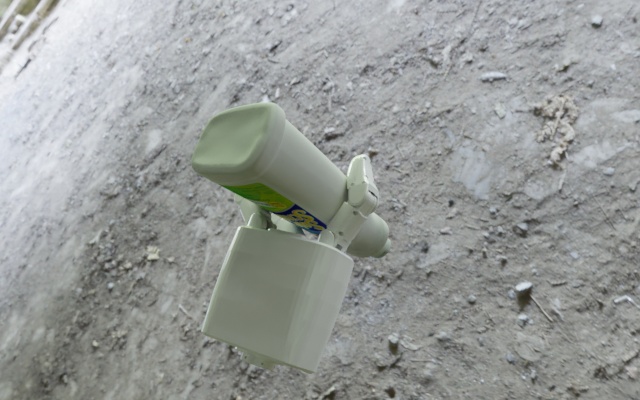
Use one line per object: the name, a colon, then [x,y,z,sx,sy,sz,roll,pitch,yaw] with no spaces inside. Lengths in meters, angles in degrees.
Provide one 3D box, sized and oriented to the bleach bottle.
bleach bottle: [0.000,0.001,0.476,0.102,0.068,0.251,2,-24,44]
